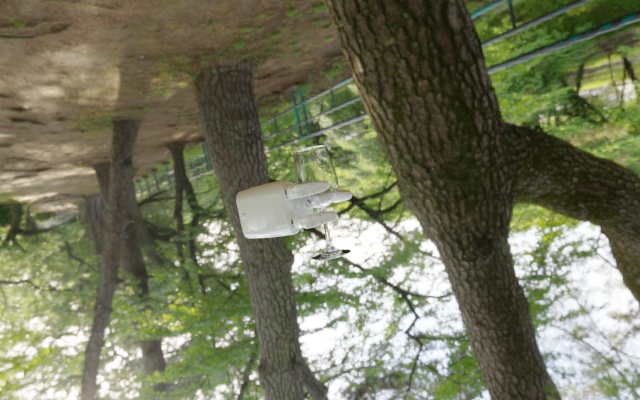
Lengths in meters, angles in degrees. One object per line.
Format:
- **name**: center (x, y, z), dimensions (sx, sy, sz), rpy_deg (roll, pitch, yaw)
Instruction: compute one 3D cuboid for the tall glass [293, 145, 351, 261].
- **tall glass**: center (0.000, 0.003, 0.871), dimensions (0.079, 0.201, 0.079), rpy_deg (-11, 4, 1)
